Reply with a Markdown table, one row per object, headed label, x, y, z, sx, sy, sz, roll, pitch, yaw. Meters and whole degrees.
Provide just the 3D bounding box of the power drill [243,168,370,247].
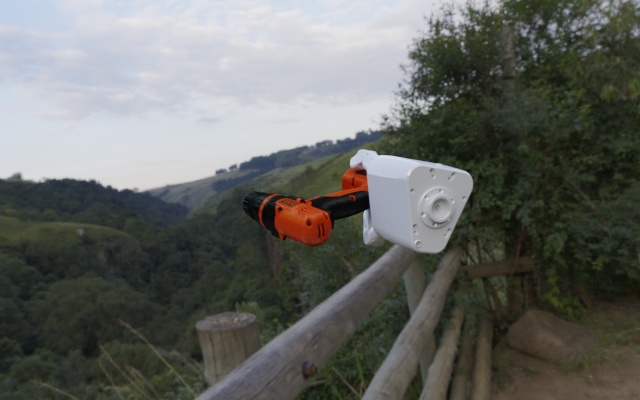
| label | x | y | z | sx | sy | sz | roll | pitch | yaw |
| --- | --- | --- | --- | --- | --- | --- | --- | --- | --- |
| power drill | 0.001 | 0.002 | 0.693 | 0.187 | 0.057 | 0.184 | -21 | 25 | -32 |
